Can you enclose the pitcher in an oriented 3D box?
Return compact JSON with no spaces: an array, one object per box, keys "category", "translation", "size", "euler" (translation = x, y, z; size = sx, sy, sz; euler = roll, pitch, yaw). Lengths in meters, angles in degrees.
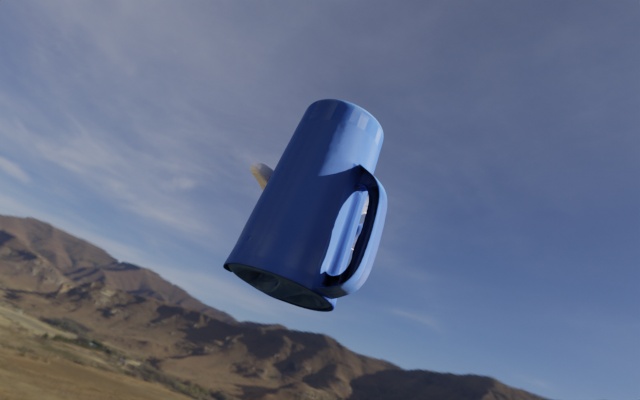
[{"category":"pitcher","translation":[0.000,0.002,0.572],"size":[0.149,0.242,0.145],"euler":[22,-22,0]}]
